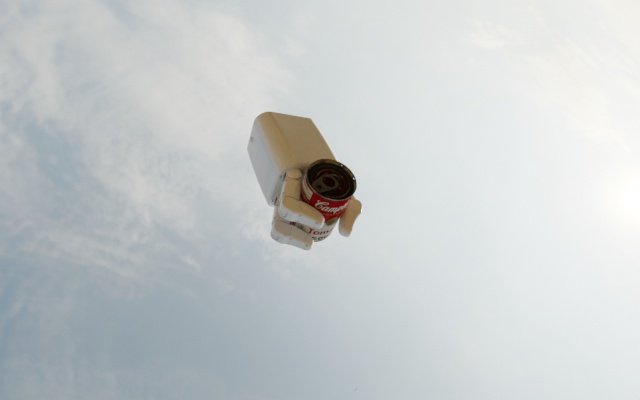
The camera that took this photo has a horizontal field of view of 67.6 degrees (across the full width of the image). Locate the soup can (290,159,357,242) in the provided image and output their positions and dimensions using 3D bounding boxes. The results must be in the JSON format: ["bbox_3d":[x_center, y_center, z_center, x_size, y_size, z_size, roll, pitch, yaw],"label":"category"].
[{"bbox_3d":[0.000,0.003,0.646,0.068,0.068,0.102,0,-36,-21],"label":"soup can"}]
